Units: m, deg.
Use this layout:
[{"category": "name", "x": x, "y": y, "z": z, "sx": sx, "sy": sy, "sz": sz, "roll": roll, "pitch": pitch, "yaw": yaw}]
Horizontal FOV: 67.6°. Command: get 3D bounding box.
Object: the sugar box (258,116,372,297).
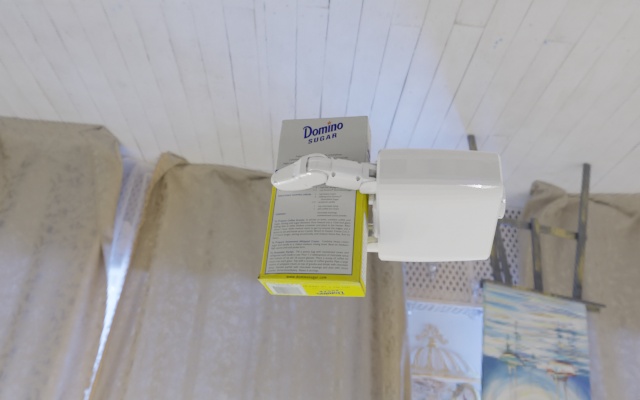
[{"category": "sugar box", "x": 0.000, "y": 0.002, "z": 0.464, "sx": 0.093, "sy": 0.176, "sz": 0.048, "roll": 0, "pitch": -30, "yaw": 12}]
